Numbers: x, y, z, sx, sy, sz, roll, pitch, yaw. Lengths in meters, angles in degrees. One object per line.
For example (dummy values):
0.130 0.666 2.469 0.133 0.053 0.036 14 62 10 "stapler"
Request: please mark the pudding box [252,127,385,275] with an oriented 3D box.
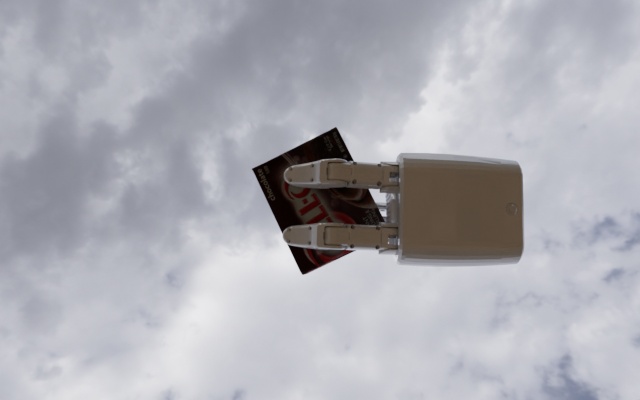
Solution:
0.000 0.001 0.454 0.090 0.113 0.039 -26 -8 0 "pudding box"
